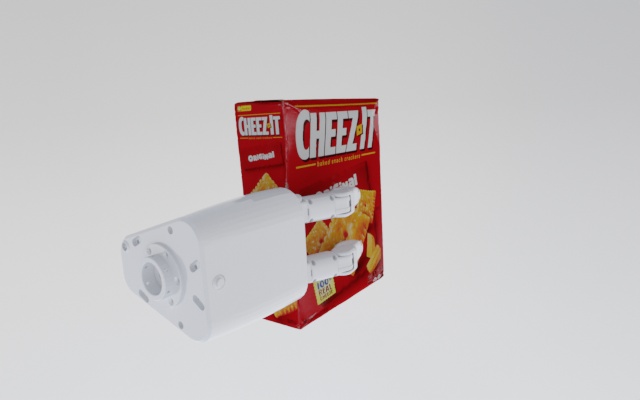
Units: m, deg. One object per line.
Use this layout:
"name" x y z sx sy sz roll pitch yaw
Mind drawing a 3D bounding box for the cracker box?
"cracker box" 0.000 0.002 0.504 0.072 0.214 0.164 5 14 37
